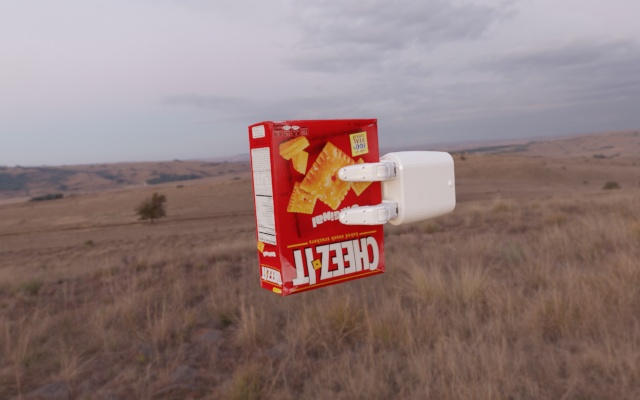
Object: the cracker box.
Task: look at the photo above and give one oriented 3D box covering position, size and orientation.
[{"bbox_3d":[0.000,0.002,0.629,0.164,0.214,0.072,-7,6,-31],"label":"cracker box"}]
